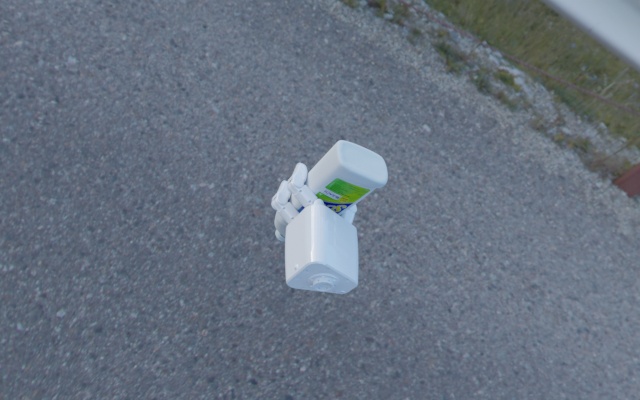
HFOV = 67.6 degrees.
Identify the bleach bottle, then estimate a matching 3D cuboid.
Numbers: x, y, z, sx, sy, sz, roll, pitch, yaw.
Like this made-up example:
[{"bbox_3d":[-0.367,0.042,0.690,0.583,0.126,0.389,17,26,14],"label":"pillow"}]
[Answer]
[{"bbox_3d":[0.000,0.003,0.829,0.102,0.068,0.251,20,-42,-25],"label":"bleach bottle"}]
